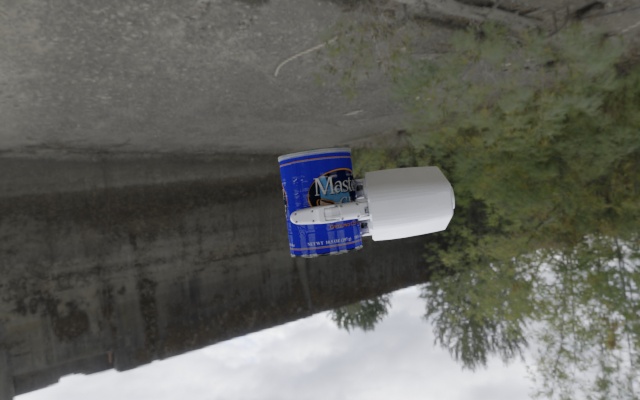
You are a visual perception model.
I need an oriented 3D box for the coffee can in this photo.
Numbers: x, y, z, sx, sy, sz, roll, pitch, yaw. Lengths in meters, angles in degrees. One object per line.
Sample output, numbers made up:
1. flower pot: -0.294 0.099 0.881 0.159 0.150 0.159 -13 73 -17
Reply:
1. coffee can: 0.000 0.002 0.670 0.103 0.140 0.103 -7 0 0
